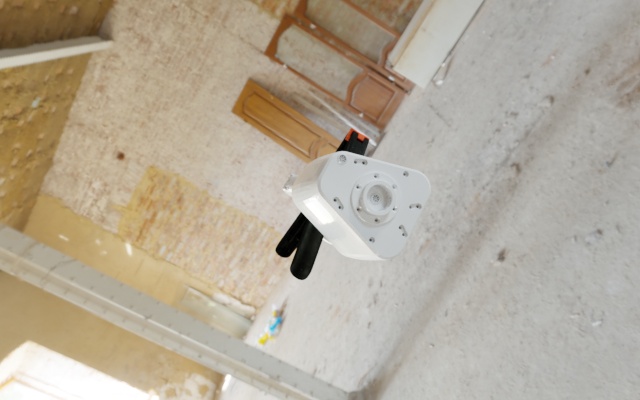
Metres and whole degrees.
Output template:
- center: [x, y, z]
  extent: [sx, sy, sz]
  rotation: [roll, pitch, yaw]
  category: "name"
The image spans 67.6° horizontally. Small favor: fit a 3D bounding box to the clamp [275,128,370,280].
- center: [0.000, 0.001, 0.642]
  extent: [0.036, 0.210, 0.164]
  rotation: [30, -10, -13]
  category: "clamp"
